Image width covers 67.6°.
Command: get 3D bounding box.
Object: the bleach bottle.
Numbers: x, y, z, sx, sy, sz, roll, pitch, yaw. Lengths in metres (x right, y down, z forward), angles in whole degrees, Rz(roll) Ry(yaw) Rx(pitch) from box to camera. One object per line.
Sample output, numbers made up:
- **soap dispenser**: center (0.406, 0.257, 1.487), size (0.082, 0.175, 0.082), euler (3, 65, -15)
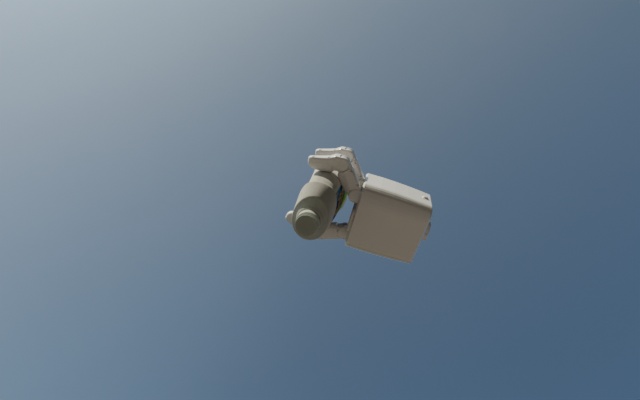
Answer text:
- **bleach bottle**: center (0.000, 0.002, 0.715), size (0.068, 0.102, 0.250), euler (17, 20, 4)
